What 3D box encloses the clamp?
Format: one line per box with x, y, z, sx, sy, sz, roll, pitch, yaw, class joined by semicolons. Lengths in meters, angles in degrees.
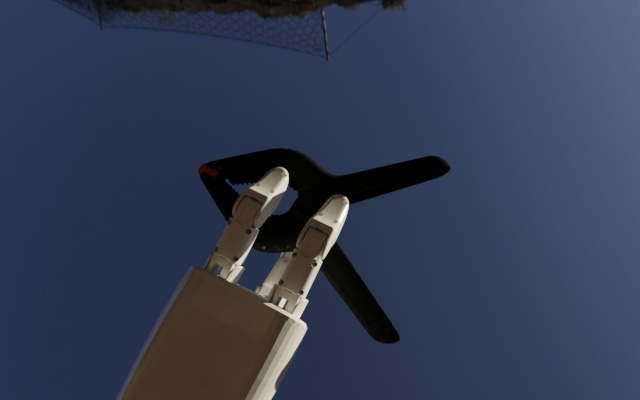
-0.001;0.002;0.407;0.210;0.164;0.036;25;-20;11;clamp
